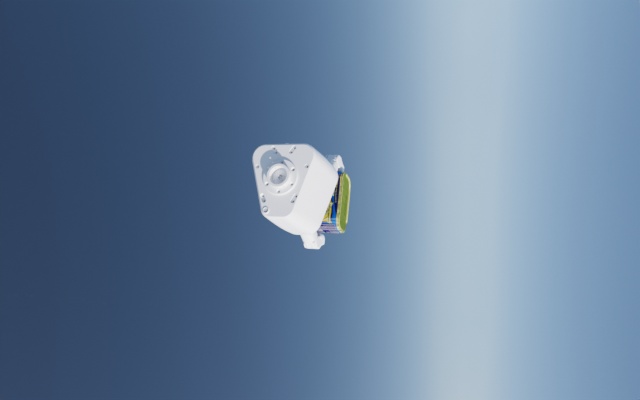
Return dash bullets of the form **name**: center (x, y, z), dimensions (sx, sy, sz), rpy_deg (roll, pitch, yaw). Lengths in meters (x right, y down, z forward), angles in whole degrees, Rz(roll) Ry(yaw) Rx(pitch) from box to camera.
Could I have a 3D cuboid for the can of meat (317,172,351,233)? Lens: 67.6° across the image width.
- **can of meat**: center (0.000, 0.003, 0.776), dimensions (0.084, 0.102, 0.057), rpy_deg (1, -17, 18)
